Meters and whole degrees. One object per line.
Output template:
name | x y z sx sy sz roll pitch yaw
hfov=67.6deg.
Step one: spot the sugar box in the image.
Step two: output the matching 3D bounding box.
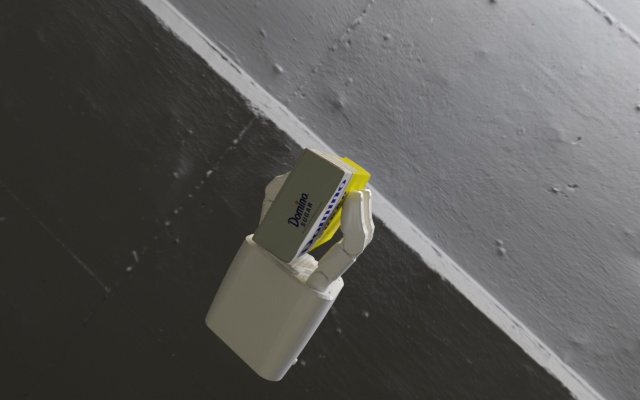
sugar box | 0.000 0.002 0.470 0.048 0.093 0.176 32 9 7
